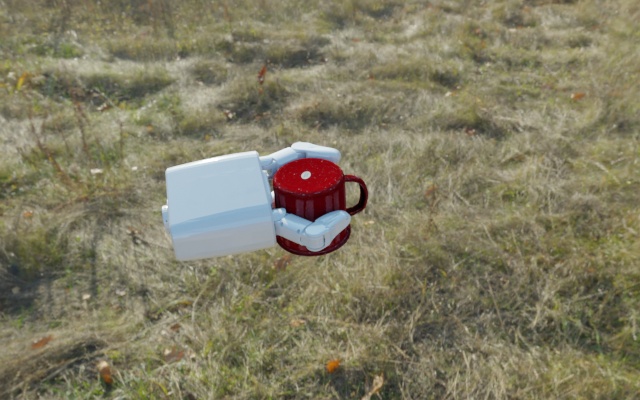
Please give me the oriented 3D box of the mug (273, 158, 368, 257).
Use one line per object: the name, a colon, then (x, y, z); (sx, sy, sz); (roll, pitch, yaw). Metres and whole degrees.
mug: (0.001, 0.001, 0.555); (0.117, 0.082, 0.093); (-11, 36, -10)
